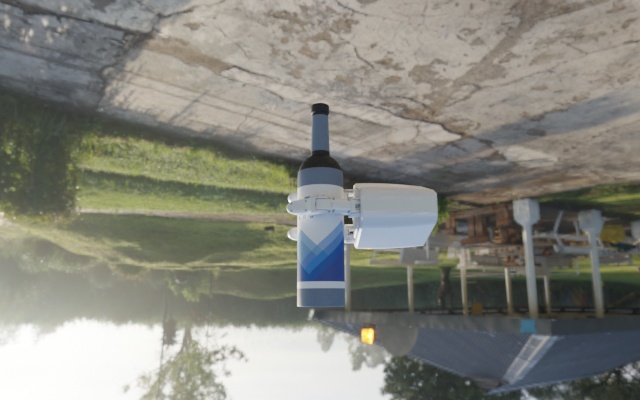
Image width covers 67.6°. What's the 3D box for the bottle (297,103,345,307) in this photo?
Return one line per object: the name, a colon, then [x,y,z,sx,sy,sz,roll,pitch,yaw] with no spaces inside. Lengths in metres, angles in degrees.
bottle: [0.000,0.003,0.689,0.069,0.295,0.069,0,-11,0]
